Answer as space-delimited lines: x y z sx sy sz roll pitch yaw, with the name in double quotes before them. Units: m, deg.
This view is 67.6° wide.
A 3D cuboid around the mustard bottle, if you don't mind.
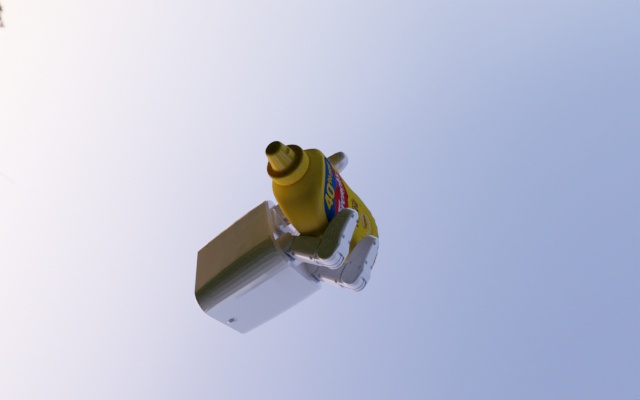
"mustard bottle" 0.001 0.002 0.503 0.058 0.096 0.192 -15 -38 24
